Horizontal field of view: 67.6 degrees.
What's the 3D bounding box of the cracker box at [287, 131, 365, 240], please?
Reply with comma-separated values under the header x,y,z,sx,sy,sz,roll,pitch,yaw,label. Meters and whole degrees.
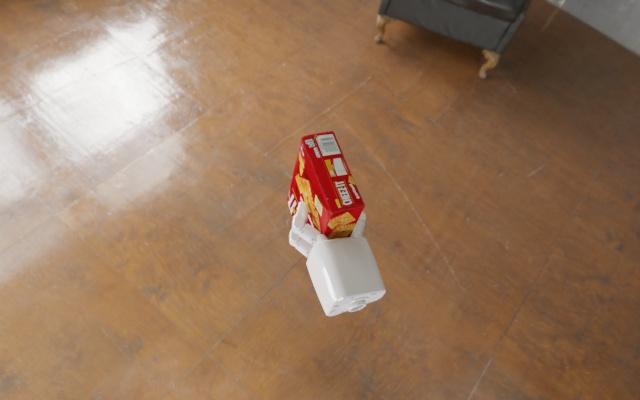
x,y,z,sx,sy,sz,roll,pitch,yaw,label
0.000,0.003,0.891,0.072,0.164,0.214,-11,-28,-19,cracker box
